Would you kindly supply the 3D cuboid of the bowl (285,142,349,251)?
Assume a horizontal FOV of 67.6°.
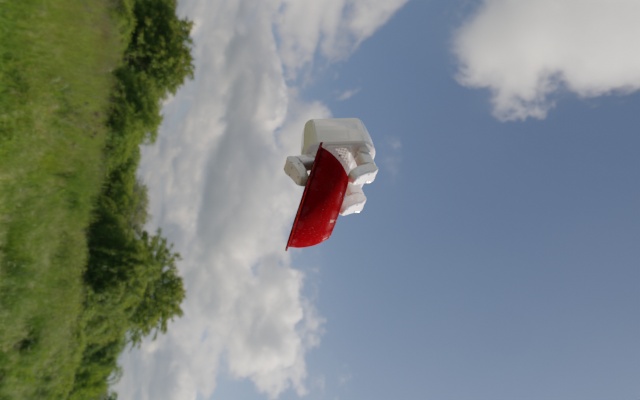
[{"bbox_3d":[0.000,0.003,0.673,0.055,0.162,0.162,19,-1,-1],"label":"bowl"}]
